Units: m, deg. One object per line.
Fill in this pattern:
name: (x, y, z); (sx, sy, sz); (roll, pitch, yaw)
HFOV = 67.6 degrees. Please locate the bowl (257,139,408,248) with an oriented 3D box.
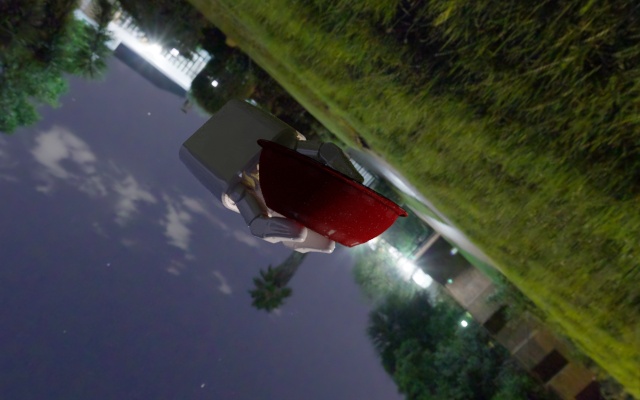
bowl: (0.001, 0.002, 0.462); (0.162, 0.055, 0.162); (26, -2, 1)
